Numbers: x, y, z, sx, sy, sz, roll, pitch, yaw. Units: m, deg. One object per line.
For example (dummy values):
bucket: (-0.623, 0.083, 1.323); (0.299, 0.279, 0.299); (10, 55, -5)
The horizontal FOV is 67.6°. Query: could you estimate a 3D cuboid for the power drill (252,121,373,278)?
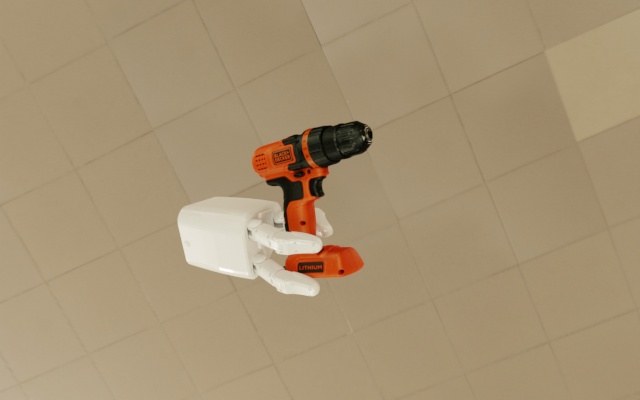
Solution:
power drill: (0.000, 0.002, 0.610); (0.184, 0.187, 0.057); (-10, 1, 40)
